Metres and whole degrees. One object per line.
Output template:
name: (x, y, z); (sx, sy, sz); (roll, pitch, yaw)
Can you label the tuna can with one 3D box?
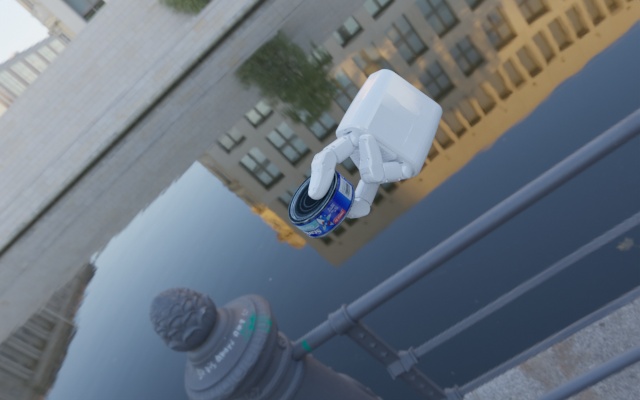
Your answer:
tuna can: (0.000, 0.002, 0.593); (0.034, 0.086, 0.086); (39, -22, -30)
